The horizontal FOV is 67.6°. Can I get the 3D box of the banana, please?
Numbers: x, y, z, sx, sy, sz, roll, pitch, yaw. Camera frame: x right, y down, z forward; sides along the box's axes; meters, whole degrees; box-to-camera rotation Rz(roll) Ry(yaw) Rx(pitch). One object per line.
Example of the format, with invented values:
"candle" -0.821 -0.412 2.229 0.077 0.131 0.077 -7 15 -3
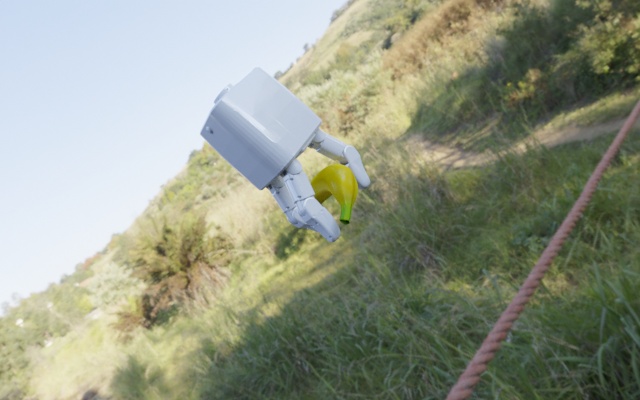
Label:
"banana" 0.010 -0.014 0.625 0.037 0.069 0.198 29 -4 -13
